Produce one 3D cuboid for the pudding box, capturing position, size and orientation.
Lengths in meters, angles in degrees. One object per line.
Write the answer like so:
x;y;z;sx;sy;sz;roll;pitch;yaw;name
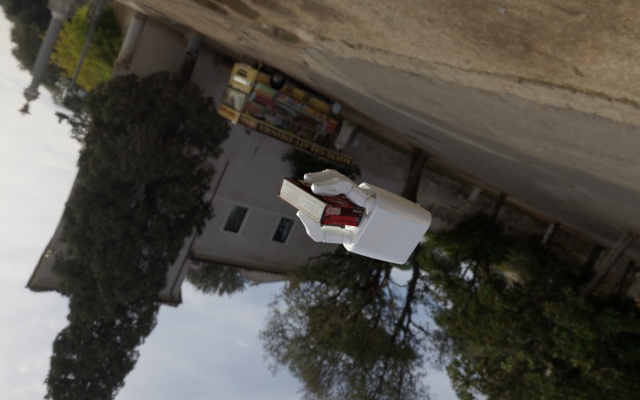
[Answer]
0.000;0.003;0.761;0.090;0.039;0.113;9;14;-46;pudding box
